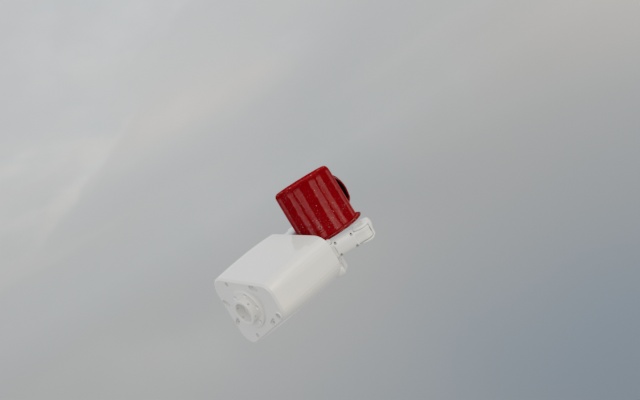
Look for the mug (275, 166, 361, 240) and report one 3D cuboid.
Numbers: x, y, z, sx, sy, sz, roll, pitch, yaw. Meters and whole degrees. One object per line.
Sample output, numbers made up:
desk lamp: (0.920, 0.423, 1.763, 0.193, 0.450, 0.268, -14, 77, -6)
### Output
mug: (0.001, 0.001, 0.644, 0.093, 0.081, 0.117, -26, 8, 44)
